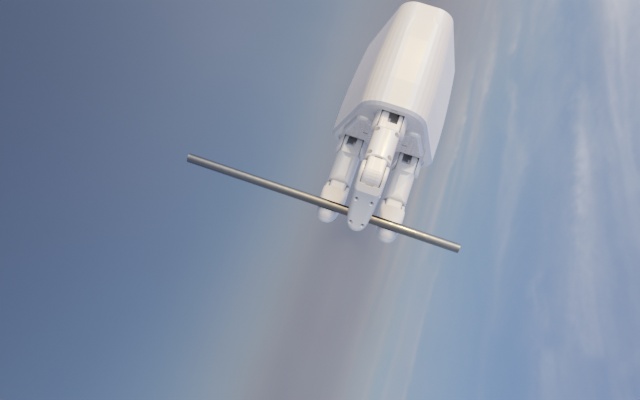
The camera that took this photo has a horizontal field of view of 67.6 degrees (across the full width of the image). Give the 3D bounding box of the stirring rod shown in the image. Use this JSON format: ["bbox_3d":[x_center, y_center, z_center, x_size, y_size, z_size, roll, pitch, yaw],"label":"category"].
[{"bbox_3d":[0.000,0.001,0.402,0.239,0.011,0.011,19,1,5],"label":"stirring rod"}]
